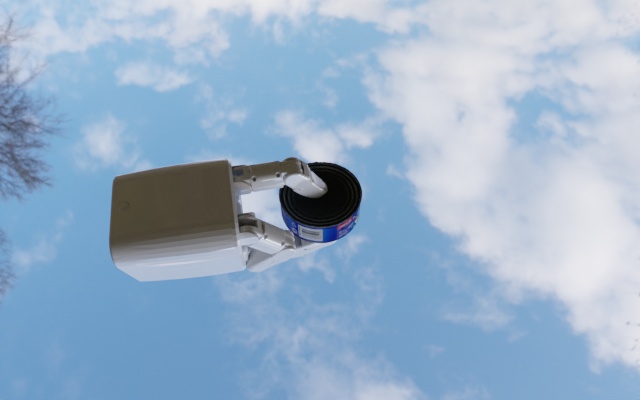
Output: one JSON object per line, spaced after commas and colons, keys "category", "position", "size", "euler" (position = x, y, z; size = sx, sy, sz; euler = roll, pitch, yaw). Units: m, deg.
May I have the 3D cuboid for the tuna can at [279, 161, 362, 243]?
{"category": "tuna can", "position": [0.000, 0.002, 0.503], "size": [0.086, 0.086, 0.034], "euler": [0, -37, 1]}
